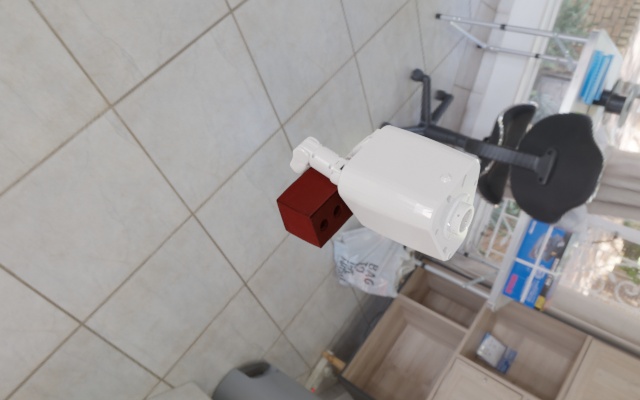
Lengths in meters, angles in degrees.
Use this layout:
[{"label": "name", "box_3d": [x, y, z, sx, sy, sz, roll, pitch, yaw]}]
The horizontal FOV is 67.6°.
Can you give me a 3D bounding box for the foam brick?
[{"label": "foam brick", "box_3d": [0.000, 0.002, 0.516, 0.051, 0.053, 0.078, 28, 60, 32]}]
